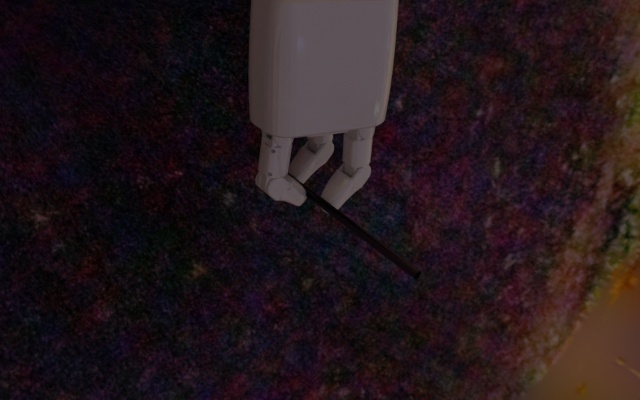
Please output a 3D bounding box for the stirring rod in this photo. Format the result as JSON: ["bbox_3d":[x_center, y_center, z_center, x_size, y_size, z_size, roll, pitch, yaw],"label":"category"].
[{"bbox_3d":[0.000,0.001,0.447,0.011,0.011,0.239,0,28,-46],"label":"stirring rod"}]
